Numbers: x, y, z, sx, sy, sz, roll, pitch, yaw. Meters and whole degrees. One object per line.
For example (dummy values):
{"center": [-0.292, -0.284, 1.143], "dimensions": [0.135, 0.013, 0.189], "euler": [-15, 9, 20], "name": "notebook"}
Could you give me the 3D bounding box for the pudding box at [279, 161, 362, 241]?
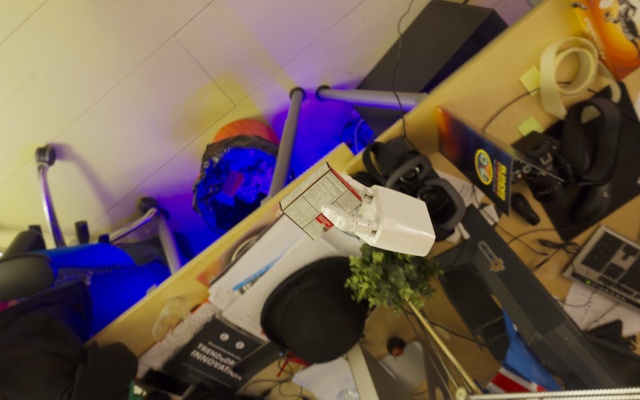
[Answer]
{"center": [0.000, 0.003, 0.813], "dimensions": [0.090, 0.113, 0.039], "euler": [44, 11, -26], "name": "pudding box"}
